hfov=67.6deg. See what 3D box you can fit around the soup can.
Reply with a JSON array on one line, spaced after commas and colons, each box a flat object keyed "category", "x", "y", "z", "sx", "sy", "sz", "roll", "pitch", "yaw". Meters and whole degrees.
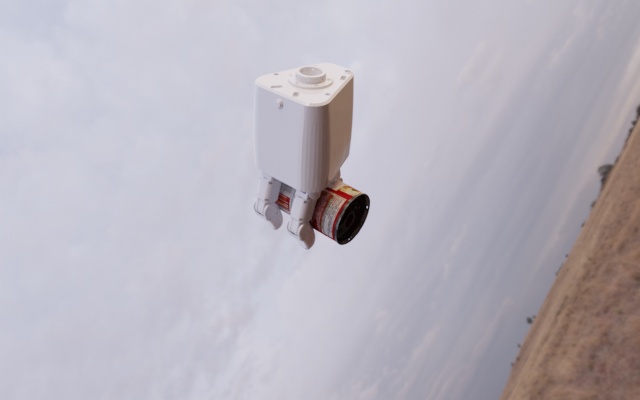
[{"category": "soup can", "x": 0.000, "y": 0.002, "z": 0.588, "sx": 0.102, "sy": 0.068, "sz": 0.068, "roll": 28, "pitch": 14, "yaw": 28}]
